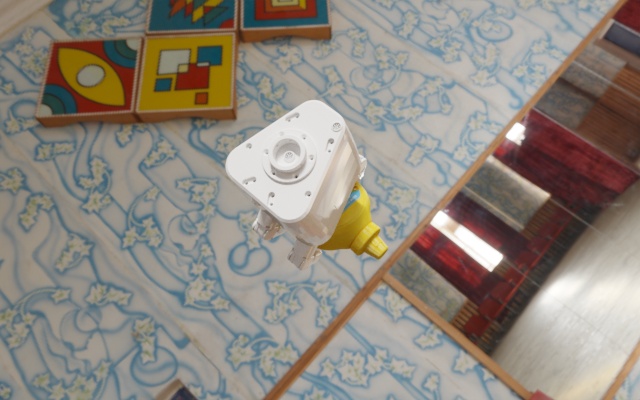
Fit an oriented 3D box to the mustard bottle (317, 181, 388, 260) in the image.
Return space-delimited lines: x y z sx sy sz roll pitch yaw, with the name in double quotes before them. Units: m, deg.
"mustard bottle" 0.000 0.002 0.563 0.096 0.191 0.058 -42 -19 -28
